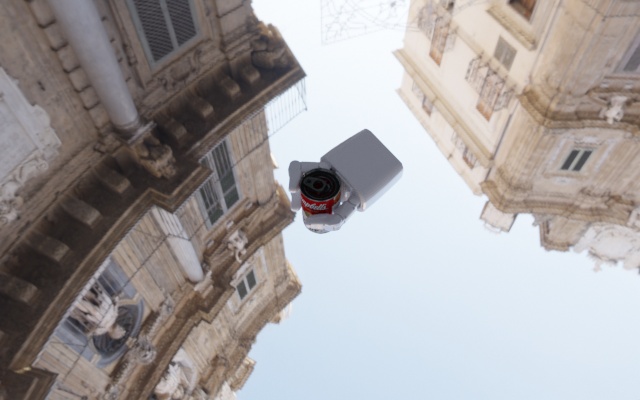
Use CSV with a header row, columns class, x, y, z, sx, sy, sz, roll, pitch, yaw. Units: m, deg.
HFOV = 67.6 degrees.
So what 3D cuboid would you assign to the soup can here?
class,x,y,z,sx,sy,sz,roll,pitch,yaw
soup can,0.000,0.003,0.811,0.068,0.068,0.102,0,-36,1
